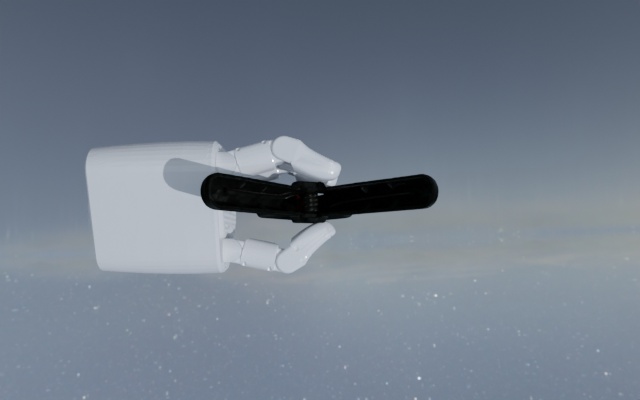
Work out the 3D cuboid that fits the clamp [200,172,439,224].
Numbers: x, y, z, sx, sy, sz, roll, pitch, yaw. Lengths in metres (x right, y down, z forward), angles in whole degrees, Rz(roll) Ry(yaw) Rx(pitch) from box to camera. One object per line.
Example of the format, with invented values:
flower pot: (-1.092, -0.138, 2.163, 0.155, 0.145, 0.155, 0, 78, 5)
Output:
clamp: (0.000, 0.002, 0.414, 0.164, 0.036, 0.210, 0, -5, -1)
